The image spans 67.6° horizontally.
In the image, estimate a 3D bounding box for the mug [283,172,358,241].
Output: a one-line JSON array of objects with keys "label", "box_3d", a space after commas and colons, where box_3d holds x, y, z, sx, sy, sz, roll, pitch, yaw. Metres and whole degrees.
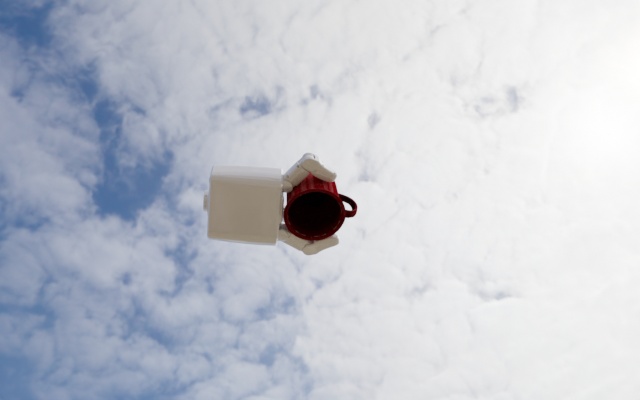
[{"label": "mug", "box_3d": [0.002, 0.002, 0.741, 0.117, 0.093, 0.081, 5, 31, -9]}]
